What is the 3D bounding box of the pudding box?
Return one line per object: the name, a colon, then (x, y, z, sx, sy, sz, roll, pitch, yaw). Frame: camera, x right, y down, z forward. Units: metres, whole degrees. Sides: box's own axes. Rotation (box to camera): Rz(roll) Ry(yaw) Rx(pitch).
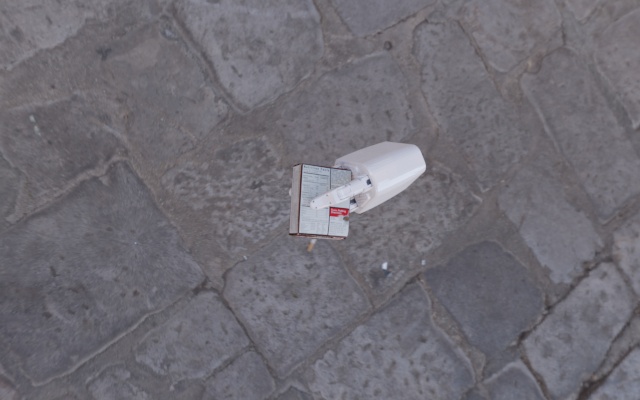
pudding box: (0.000, 0.002, 0.746, 0.090, 0.113, 0.039, 6, -9, -24)
